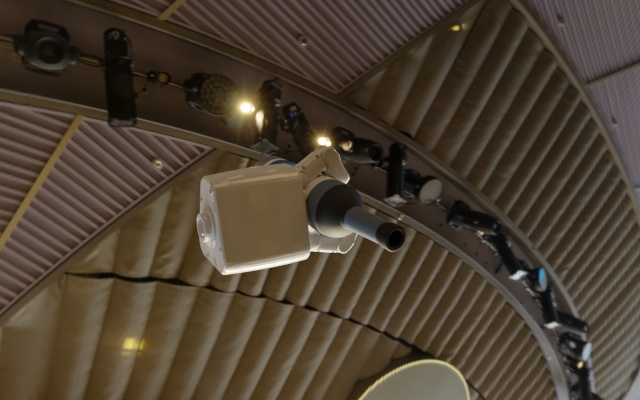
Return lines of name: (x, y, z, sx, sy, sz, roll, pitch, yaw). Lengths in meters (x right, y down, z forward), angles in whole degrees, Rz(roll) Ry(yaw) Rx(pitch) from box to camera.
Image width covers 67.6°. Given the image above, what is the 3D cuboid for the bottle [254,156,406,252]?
bottle: (0.000, 0.002, 0.596, 0.069, 0.069, 0.295, 0, 14, -32)
